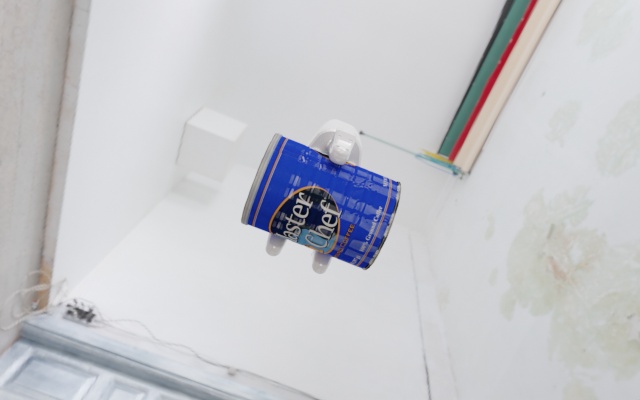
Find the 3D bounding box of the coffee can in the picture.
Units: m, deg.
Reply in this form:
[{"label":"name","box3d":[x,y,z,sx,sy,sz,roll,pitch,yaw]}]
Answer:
[{"label":"coffee can","box3d":[0.000,0.002,0.506,0.140,0.103,0.103,21,-1,-3]}]
